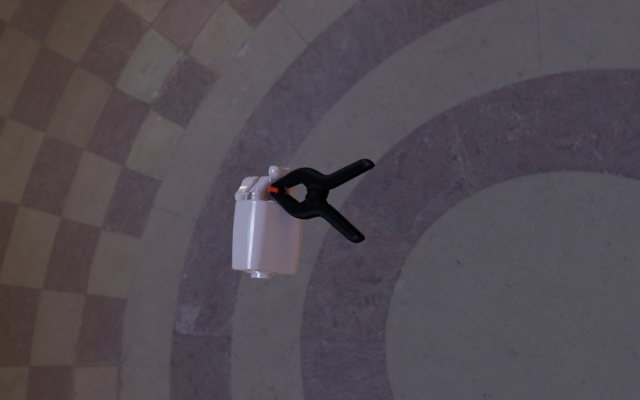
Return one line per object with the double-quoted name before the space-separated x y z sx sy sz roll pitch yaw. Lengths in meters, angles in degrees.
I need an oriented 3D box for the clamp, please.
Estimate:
"clamp" 0.000 0.002 0.712 0.171 0.120 0.039 -2 -10 29
